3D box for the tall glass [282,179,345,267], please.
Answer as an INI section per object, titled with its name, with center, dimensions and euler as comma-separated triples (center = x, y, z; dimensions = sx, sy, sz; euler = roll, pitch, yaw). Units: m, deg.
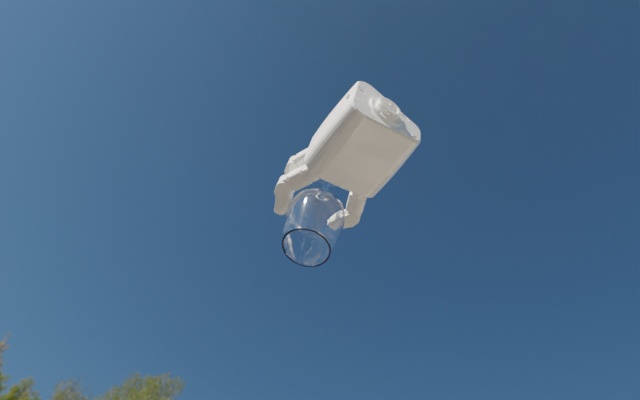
[tall glass]
center = 0.000, 0.002, 0.663
dimensions = 0.079, 0.079, 0.201
euler = 0, 35, 13
